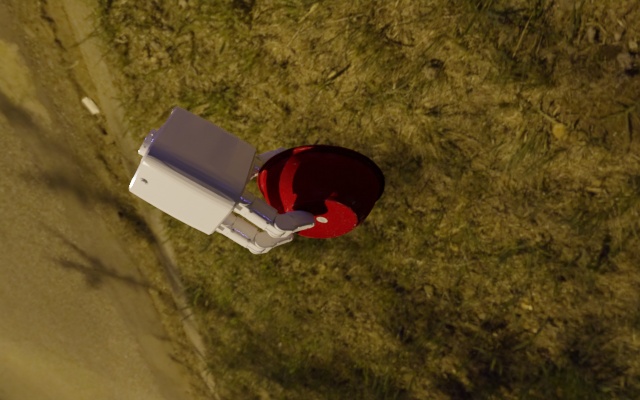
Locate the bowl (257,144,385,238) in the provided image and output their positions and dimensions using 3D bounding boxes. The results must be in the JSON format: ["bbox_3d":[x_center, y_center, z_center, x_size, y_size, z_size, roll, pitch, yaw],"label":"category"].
[{"bbox_3d":[0.001,0.003,0.592,0.162,0.055,0.162,1,-33,1],"label":"bowl"}]
